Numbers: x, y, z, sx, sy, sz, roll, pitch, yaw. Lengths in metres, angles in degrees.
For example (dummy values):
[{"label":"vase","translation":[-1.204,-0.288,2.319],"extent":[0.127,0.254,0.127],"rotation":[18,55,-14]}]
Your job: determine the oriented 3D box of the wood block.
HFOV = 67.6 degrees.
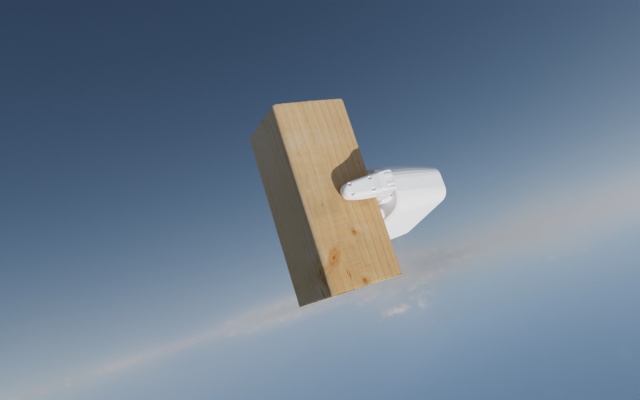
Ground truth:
[{"label":"wood block","translation":[0.001,0.002,0.533],"extent":[0.090,0.206,0.091],"rotation":[-12,-13,-30]}]
